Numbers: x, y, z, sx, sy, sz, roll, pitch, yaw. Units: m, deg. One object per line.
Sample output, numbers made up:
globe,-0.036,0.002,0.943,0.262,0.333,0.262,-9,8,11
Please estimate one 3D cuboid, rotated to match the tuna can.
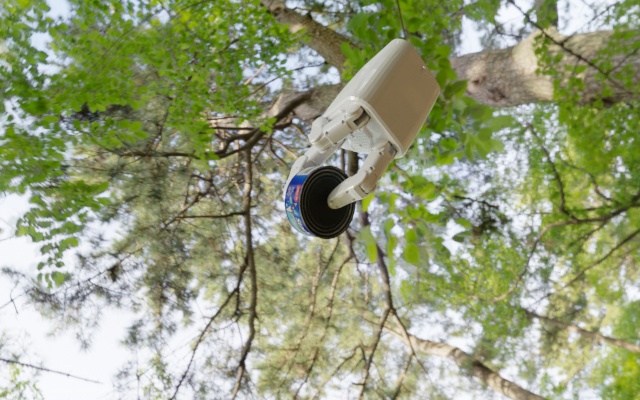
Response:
tuna can,0.000,0.002,0.565,0.086,0.086,0.034,0,2,-39
